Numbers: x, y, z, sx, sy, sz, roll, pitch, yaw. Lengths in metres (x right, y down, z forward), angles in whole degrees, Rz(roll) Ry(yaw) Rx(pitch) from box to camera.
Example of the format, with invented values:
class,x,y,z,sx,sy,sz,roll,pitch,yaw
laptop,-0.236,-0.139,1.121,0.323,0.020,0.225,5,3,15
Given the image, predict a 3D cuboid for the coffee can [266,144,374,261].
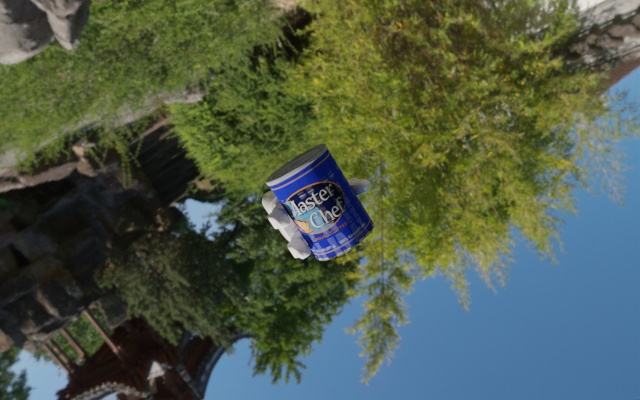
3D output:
class,x,y,z,sx,sy,sz,roll,pitch,yaw
coffee can,0.000,0.002,0.703,0.103,0.140,0.102,-31,13,8
